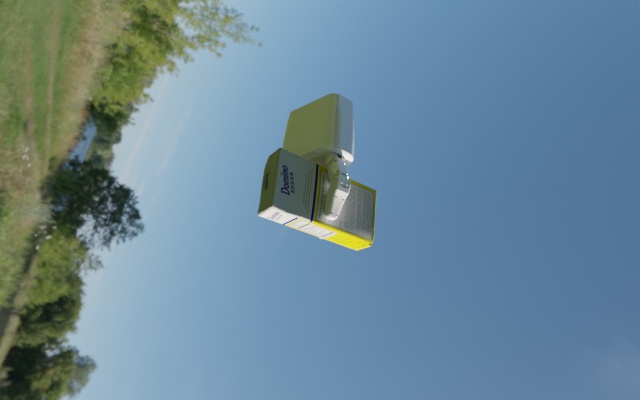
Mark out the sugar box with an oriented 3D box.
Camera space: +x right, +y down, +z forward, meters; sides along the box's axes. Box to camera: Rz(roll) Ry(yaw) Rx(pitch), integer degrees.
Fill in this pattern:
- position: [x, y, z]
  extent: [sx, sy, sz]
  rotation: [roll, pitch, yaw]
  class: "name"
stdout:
- position: [0.000, 0.002, 0.681]
  extent: [0.176, 0.093, 0.048]
  rotation: [21, -30, -28]
  class: "sugar box"
